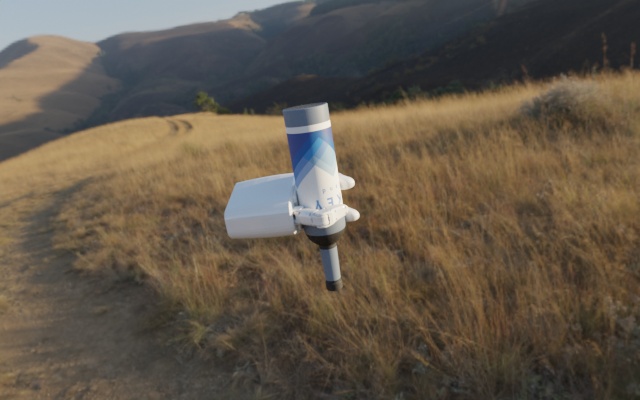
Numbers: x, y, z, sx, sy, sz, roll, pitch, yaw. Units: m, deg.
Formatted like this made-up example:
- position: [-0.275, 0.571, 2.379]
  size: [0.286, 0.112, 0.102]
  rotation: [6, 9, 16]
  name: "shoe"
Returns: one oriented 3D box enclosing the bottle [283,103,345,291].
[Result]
- position: [0.000, 0.002, 0.737]
  size: [0.069, 0.296, 0.069]
  rotation: [-9, 16, 3]
  name: "bottle"
